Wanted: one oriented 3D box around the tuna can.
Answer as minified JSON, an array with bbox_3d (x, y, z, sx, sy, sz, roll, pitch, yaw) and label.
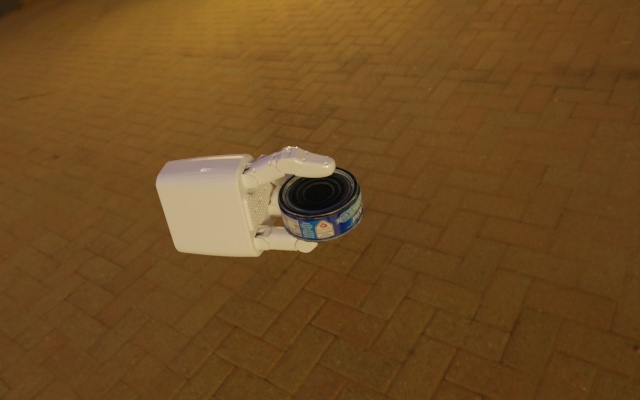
[{"bbox_3d":[0.000,0.001,0.488,0.086,0.034,0.086,-7,39,6],"label":"tuna can"}]
